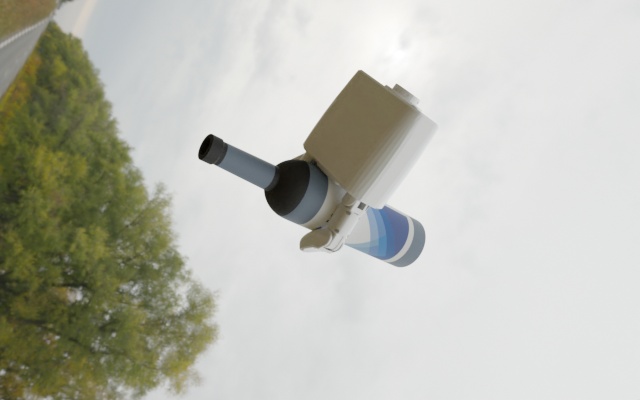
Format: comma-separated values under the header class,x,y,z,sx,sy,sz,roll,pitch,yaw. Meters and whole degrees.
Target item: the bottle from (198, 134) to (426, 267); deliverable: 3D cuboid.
class,x,y,z,sx,sy,sz,roll,pitch,yaw
bottle,0.000,0.002,0.535,0.296,0.069,0.069,26,-15,-34
